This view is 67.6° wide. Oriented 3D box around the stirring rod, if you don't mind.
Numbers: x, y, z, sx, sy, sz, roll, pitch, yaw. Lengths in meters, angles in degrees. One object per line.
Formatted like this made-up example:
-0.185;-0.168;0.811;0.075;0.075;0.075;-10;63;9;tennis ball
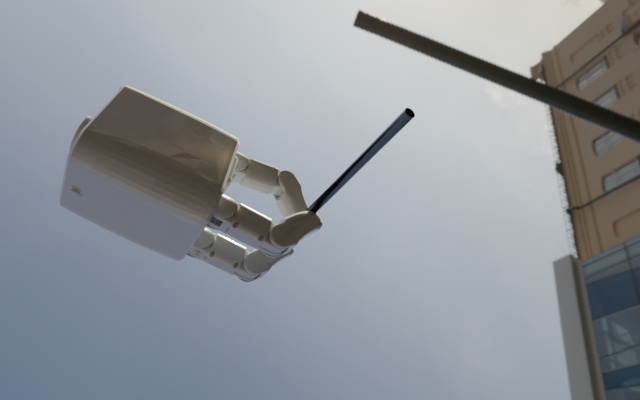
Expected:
0.000;0.001;0.400;0.011;0.011;0.240;0;-29;-34;stirring rod
